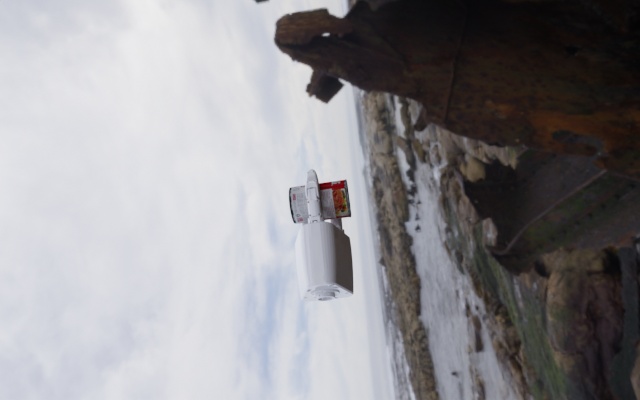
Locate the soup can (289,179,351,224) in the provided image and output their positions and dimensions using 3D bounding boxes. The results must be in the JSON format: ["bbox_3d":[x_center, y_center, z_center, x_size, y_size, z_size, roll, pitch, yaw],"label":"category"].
[{"bbox_3d":[0.000,0.002,0.844,0.102,0.068,0.068,-8,-1,5],"label":"soup can"}]
